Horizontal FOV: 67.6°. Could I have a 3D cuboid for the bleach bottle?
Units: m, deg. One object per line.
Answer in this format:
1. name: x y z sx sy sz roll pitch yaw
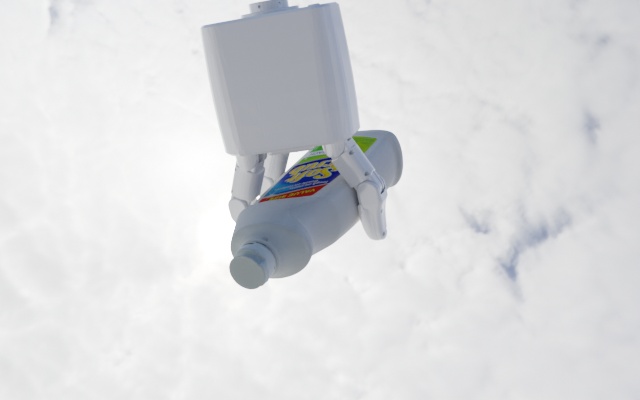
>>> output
1. bleach bottle: 0.000 0.001 0.441 0.102 0.068 0.250 0 23 23
